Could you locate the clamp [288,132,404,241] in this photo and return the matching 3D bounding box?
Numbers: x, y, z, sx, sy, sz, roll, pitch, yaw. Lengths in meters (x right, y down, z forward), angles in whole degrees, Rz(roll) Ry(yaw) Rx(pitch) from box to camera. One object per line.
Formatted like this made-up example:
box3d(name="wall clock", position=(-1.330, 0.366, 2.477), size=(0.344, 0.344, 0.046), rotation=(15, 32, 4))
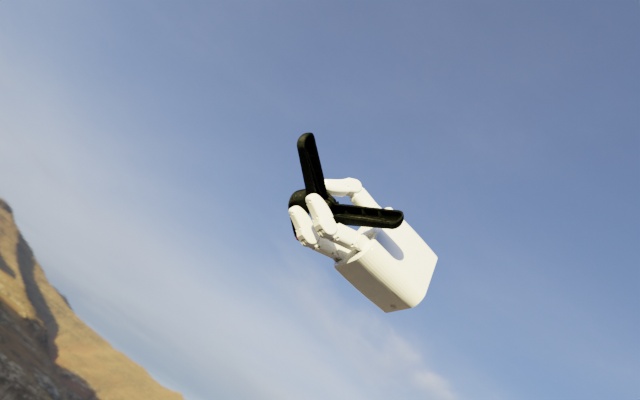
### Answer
box3d(name="clamp", position=(0.000, 0.002, 0.660), size=(0.036, 0.164, 0.210), rotation=(-48, 7, -32))
